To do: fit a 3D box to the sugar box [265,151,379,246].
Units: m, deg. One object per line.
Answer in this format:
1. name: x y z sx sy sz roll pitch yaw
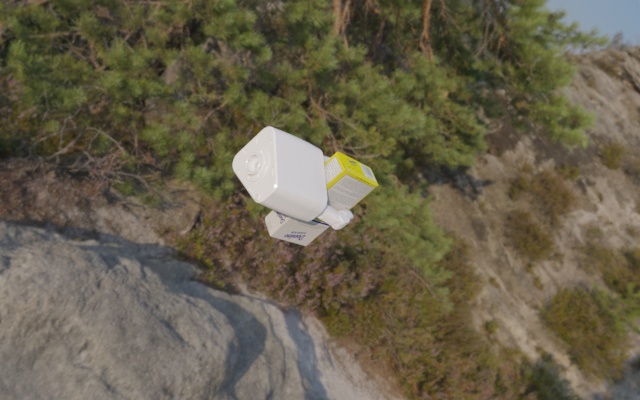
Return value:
1. sugar box: 0.000 0.002 0.779 0.176 0.048 0.093 -38 -36 25
